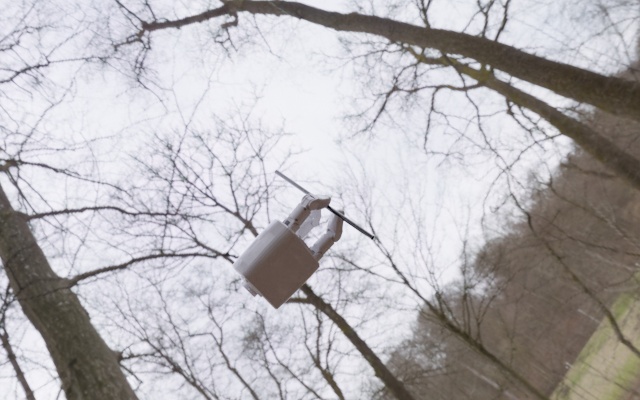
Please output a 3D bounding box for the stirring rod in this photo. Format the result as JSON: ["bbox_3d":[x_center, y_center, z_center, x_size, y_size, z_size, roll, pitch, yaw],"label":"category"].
[{"bbox_3d":[0.000,0.003,0.821,0.239,0.011,0.011,34,21,34],"label":"stirring rod"}]
